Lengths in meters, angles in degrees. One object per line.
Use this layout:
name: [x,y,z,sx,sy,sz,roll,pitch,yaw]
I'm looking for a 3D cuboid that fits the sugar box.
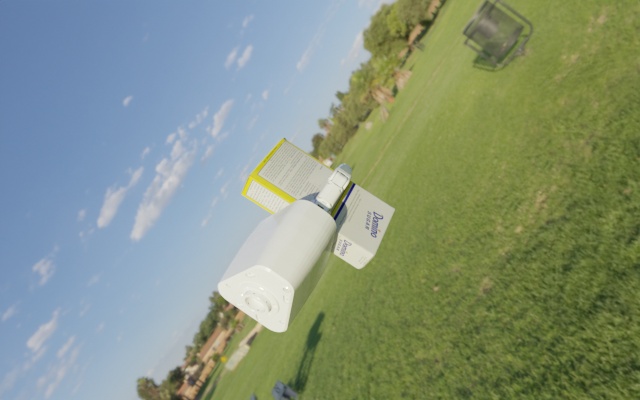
sugar box: [0.000,0.002,0.602,0.176,0.093,0.048,35,-44,-2]
